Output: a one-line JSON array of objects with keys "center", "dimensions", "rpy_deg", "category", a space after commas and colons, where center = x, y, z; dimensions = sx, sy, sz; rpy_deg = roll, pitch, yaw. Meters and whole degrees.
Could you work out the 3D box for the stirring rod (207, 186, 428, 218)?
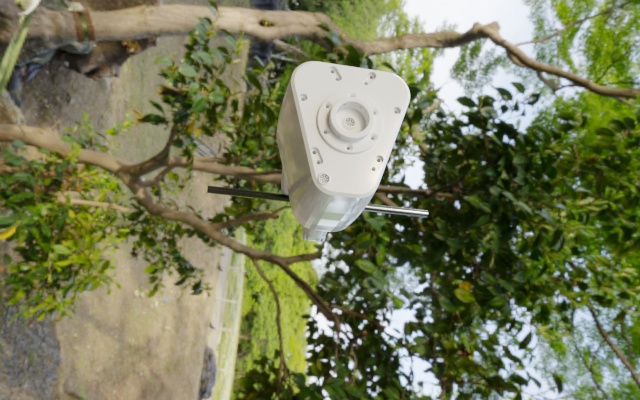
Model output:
[{"center": [0.000, 0.002, 0.517], "dimensions": [0.239, 0.011, 0.011], "rpy_deg": [6, -1, -7], "category": "stirring rod"}]
